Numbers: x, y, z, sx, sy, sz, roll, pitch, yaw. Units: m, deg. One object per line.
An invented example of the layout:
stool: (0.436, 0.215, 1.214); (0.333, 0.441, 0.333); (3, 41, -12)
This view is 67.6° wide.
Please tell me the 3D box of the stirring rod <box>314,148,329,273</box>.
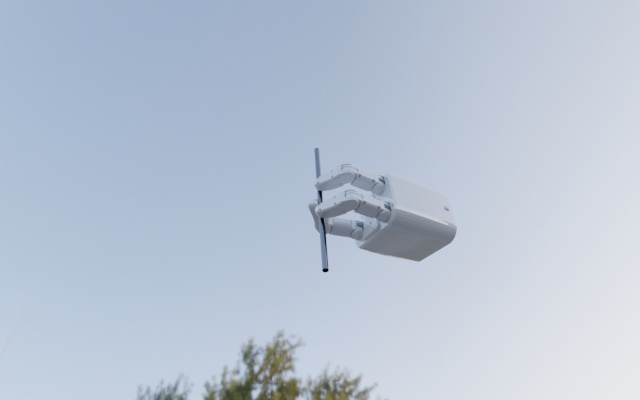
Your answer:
stirring rod: (0.000, 0.002, 0.660); (0.011, 0.011, 0.239); (0, 43, -4)
